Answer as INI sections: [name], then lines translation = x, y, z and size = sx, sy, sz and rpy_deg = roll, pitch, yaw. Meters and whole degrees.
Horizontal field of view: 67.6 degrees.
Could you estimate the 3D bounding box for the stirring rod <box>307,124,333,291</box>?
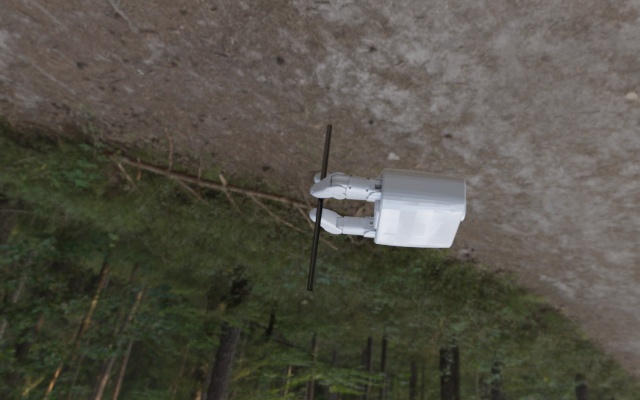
[stirring rod]
translation = 0.000, 0.002, 0.642
size = 0.011, 0.239, 0.011
rpy_deg = 6, -23, 2
